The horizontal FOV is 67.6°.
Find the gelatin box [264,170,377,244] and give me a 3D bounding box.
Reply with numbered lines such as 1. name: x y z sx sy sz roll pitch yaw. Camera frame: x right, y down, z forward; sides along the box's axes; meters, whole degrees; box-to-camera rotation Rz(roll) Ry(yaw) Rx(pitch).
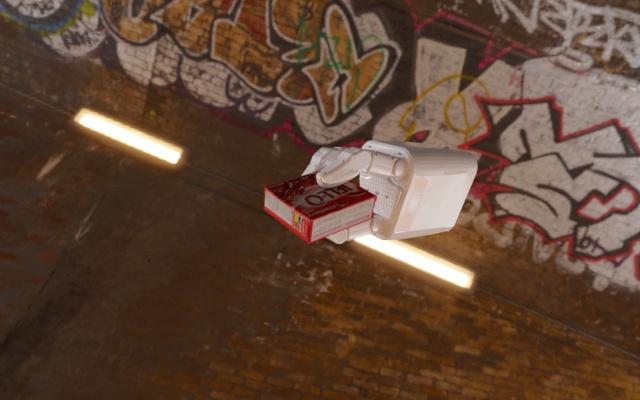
1. gelatin box: 0.000 0.002 0.476 0.089 0.030 0.073 -19 38 -36
